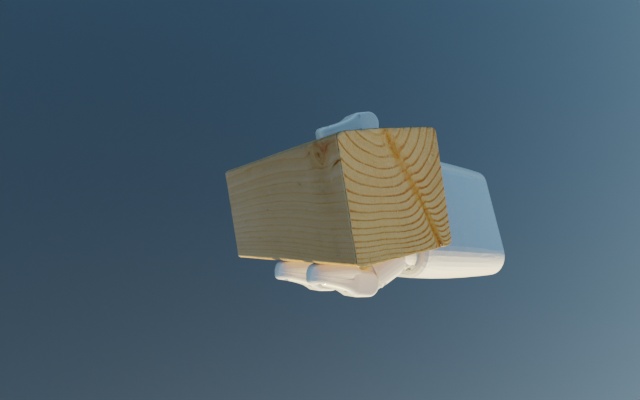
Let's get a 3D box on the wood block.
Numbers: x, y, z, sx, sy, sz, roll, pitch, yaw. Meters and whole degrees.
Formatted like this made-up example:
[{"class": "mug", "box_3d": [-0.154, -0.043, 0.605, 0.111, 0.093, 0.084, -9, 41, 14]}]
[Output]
[{"class": "wood block", "box_3d": [0.000, 0.001, 0.414, 0.090, 0.091, 0.206, -8, 0, -32]}]
